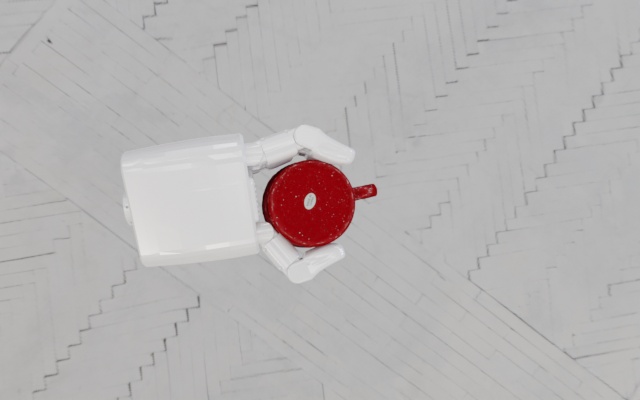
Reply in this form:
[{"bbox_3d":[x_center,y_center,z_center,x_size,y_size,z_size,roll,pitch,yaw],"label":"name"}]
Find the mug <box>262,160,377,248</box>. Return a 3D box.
[{"bbox_3d":[0.002,0.001,0.476,0.117,0.093,0.081,-9,0,-7],"label":"mug"}]
